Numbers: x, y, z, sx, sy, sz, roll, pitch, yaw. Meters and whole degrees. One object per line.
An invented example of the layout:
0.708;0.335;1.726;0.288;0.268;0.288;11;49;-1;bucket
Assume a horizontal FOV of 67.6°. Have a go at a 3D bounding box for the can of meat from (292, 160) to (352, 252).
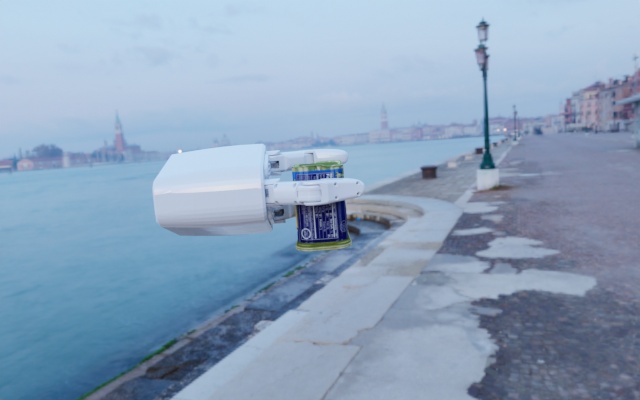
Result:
0.000;0.001;0.509;0.057;0.084;0.102;-5;6;1;can of meat
